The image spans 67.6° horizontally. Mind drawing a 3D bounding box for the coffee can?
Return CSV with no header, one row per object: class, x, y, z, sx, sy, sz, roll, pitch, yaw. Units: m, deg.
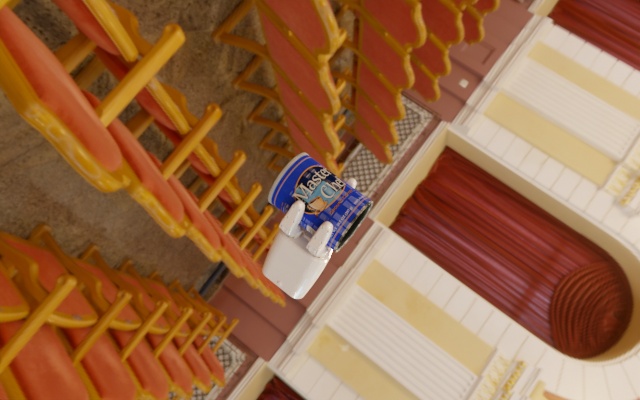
coffee can,0.000,0.002,0.782,0.140,0.103,0.103,37,8,12
